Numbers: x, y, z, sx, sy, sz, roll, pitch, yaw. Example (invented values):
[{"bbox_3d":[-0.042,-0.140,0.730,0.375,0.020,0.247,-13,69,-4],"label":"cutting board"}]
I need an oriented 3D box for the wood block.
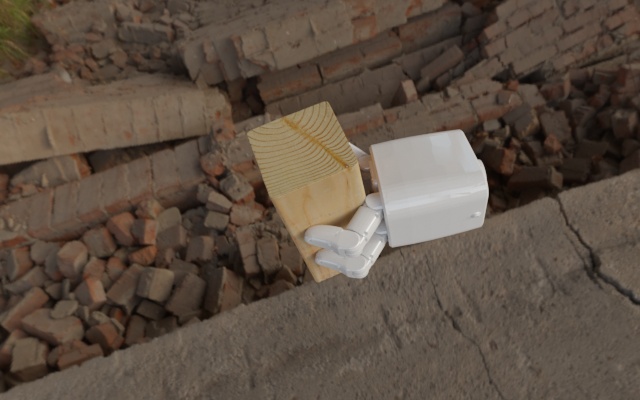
[{"bbox_3d":[0.000,0.001,0.541,0.090,0.090,0.206,-22,-34,-1],"label":"wood block"}]
